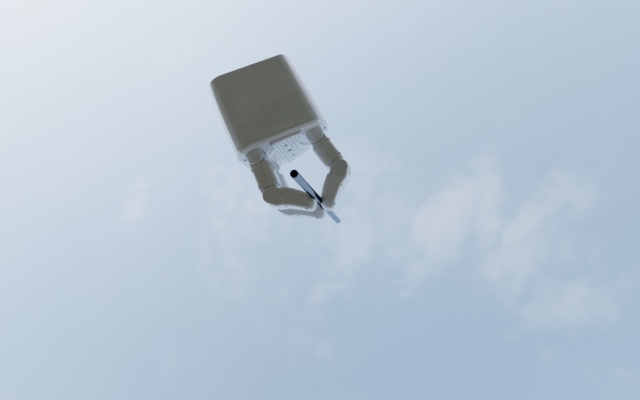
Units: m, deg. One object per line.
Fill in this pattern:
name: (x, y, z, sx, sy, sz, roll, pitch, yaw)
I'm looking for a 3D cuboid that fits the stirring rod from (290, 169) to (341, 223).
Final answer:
stirring rod: (0.000, 0.002, 0.548, 0.011, 0.011, 0.239, 0, -13, 12)
